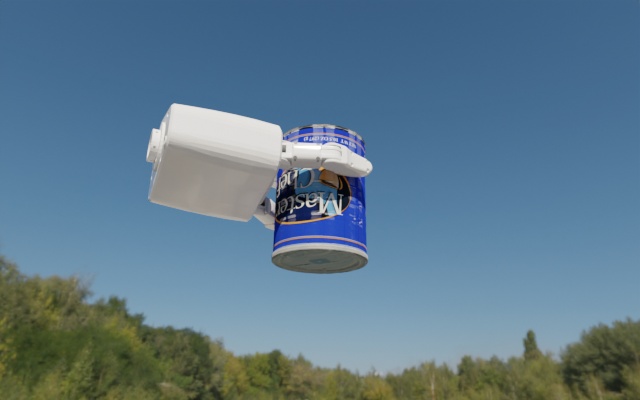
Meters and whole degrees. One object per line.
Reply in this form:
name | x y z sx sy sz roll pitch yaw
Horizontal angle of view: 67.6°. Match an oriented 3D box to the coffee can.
coffee can | 0.000 0.002 0.533 0.103 0.140 0.103 1 -22 0
